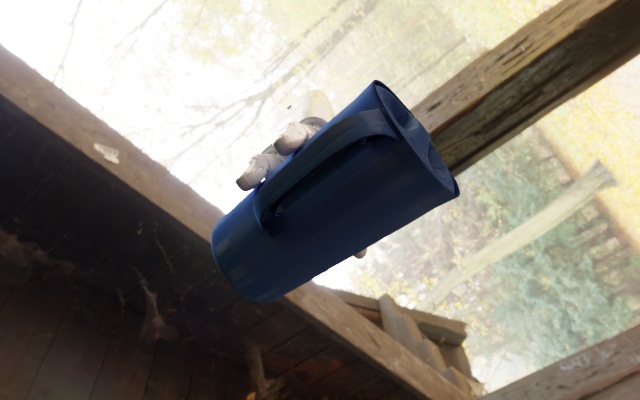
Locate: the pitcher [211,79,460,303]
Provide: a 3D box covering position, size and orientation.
[{"bbox_3d":[0.000,0.001,0.477,0.243,0.149,0.145,-36,25,21],"label":"pitcher"}]
